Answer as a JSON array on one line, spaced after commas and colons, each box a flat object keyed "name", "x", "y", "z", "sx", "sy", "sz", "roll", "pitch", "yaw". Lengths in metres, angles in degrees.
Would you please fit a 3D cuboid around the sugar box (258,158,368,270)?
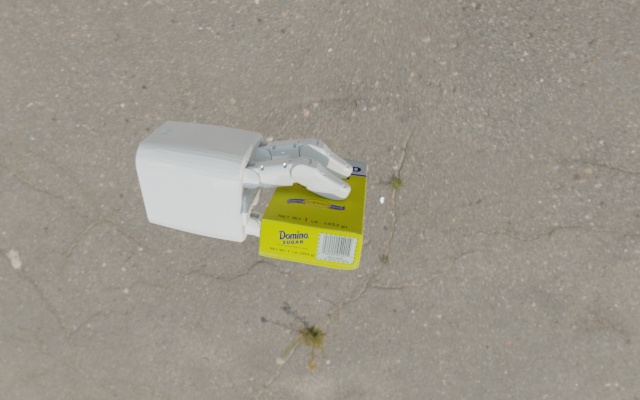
[{"name": "sugar box", "x": 0.000, "y": 0.001, "z": 0.500, "sx": 0.093, "sy": 0.048, "sz": 0.176, "roll": 10, "pitch": 29, "yaw": 2}]
